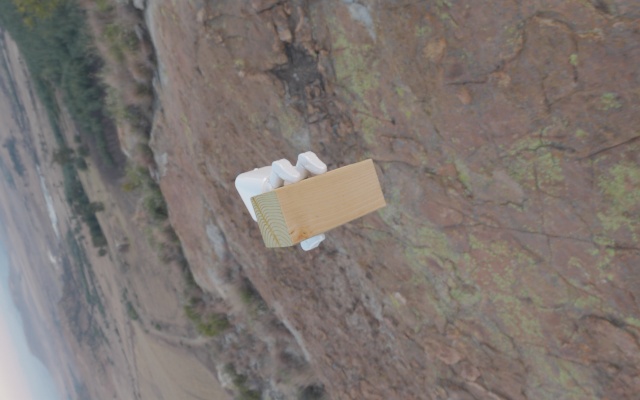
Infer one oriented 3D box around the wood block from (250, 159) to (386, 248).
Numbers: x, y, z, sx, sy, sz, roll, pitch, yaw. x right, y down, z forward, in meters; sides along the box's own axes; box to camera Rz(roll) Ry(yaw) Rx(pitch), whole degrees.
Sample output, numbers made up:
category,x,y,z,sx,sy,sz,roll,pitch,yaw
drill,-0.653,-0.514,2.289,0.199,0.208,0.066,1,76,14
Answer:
category,x,y,z,sx,sy,sz,roll,pitch,yaw
wood block,0.000,0.003,0.812,0.206,0.091,0.090,-21,5,-35
